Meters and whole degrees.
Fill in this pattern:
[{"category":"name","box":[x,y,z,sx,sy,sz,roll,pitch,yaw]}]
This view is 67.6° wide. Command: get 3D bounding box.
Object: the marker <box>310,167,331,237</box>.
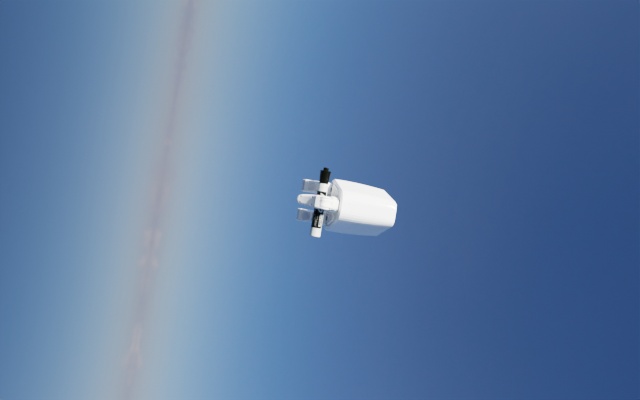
[{"category":"marker","box":[0.000,0.003,0.829,0.020,0.121,0.020,10,0,0]}]
